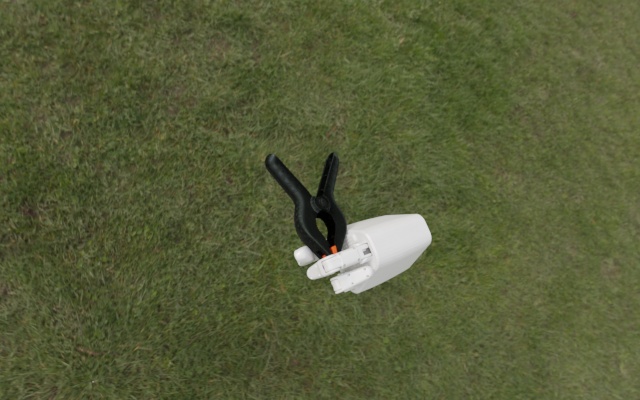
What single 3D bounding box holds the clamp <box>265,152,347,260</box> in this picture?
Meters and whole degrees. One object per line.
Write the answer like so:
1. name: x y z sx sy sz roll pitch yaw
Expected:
1. clamp: 0.000 0.002 0.681 0.120 0.171 0.039 -17 -11 -30
